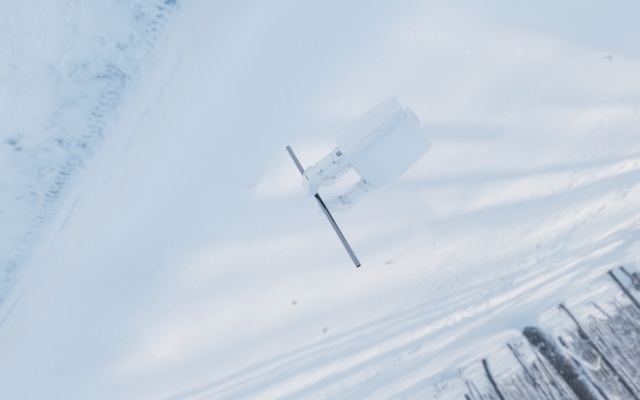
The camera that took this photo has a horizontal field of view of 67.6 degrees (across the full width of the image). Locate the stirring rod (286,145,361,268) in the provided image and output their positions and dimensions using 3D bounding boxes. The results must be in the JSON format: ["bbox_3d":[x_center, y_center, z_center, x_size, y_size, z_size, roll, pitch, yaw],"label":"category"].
[{"bbox_3d":[0.000,0.002,0.734,0.011,0.239,0.011,-23,-29,-14],"label":"stirring rod"}]
